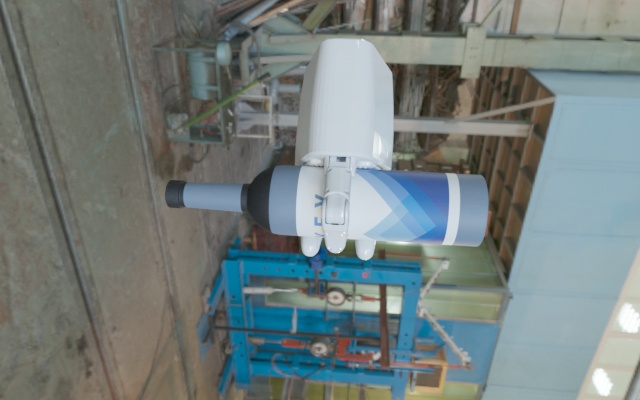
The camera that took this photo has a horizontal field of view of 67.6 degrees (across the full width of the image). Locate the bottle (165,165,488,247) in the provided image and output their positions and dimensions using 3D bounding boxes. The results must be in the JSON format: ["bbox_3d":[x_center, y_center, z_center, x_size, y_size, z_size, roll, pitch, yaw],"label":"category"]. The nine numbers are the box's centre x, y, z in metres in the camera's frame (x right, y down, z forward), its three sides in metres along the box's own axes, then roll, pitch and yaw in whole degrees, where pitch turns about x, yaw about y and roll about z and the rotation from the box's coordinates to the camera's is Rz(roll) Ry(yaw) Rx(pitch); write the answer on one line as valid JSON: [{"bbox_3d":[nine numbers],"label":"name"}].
[{"bbox_3d":[0.000,0.002,0.453,0.296,0.069,0.069,3,0,5],"label":"bottle"}]
